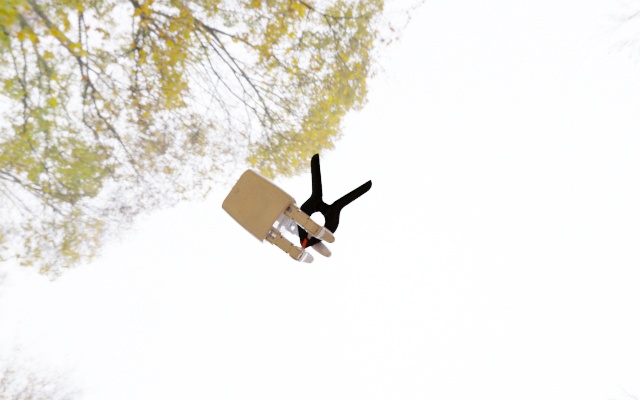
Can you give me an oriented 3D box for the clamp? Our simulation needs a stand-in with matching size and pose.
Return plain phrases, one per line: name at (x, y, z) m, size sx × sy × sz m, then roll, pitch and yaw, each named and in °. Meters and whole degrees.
clamp at (0.000, 0.003, 0.861) m, size 0.120 × 0.171 × 0.039 m, roll 36°, pitch 2°, yaw 14°
